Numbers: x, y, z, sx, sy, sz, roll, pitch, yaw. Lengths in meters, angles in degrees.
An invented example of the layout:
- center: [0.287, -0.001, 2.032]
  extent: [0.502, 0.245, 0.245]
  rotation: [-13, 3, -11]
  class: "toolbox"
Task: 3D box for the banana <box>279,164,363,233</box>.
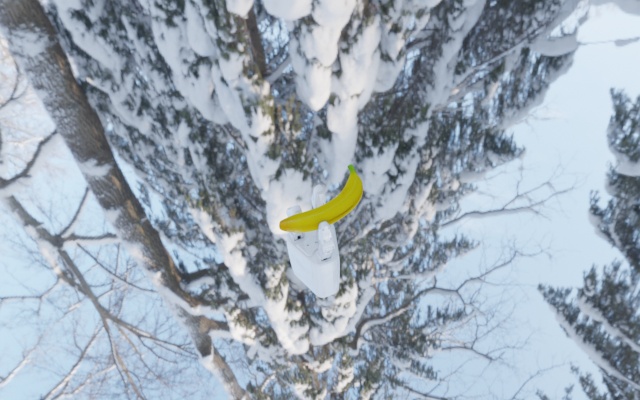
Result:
- center: [0.016, 0.010, 0.856]
  extent: [0.069, 0.037, 0.197]
  rotation: [32, 55, 30]
  class: "banana"
